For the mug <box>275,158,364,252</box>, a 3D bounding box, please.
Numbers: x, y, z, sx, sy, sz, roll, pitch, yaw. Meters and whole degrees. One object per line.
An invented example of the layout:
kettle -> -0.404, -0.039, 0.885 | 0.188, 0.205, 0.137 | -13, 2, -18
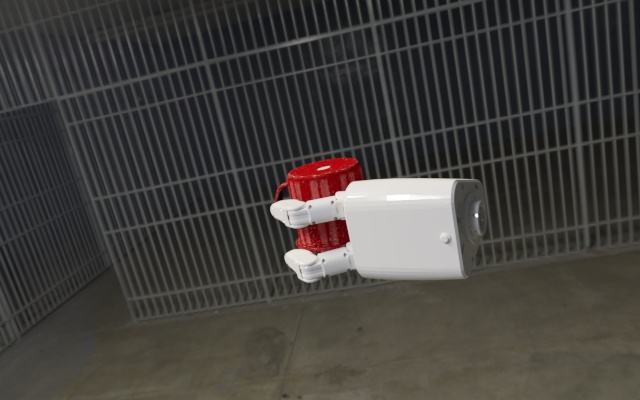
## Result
mug -> -0.001, 0.002, 0.533 | 0.117, 0.081, 0.093 | -2, 17, 32
